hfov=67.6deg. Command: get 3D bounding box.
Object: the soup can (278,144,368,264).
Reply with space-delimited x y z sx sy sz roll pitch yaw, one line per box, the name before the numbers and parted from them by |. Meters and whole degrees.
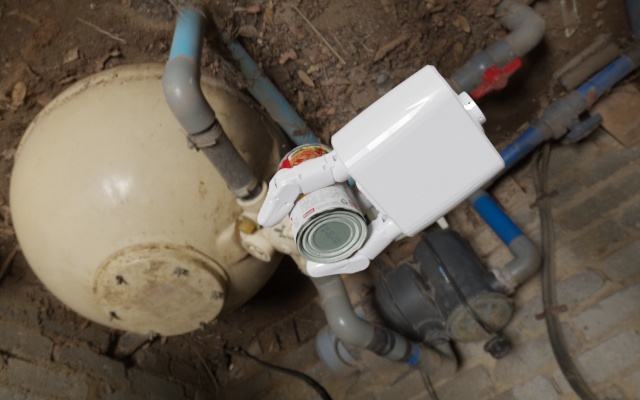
soup can | 0.000 0.002 0.459 0.068 0.069 0.102 0 40 -17
